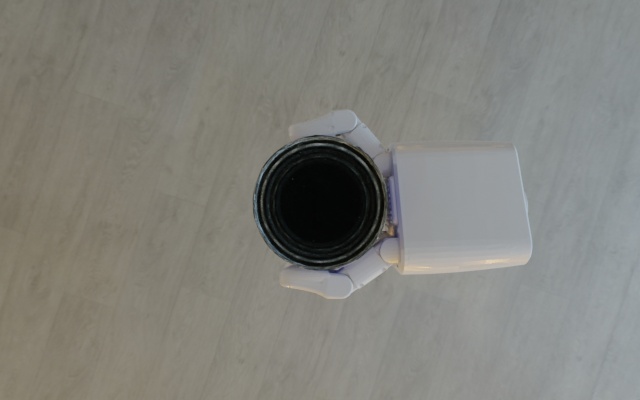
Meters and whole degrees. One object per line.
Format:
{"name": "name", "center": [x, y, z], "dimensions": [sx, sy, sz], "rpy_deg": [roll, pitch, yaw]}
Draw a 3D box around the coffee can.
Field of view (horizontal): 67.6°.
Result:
{"name": "coffee can", "center": [0.000, 0.001, 0.427], "dimensions": [0.103, 0.103, 0.140], "rpy_deg": [0, 1, 0]}
